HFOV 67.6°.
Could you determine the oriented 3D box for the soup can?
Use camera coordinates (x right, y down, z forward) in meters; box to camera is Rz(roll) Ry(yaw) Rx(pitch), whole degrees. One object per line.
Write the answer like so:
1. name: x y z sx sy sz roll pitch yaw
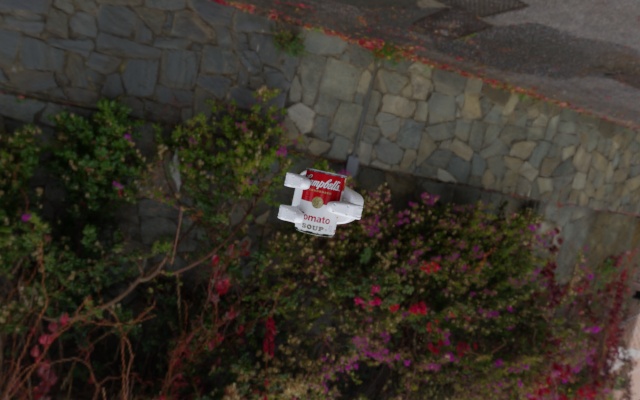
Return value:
1. soup can: 0.000 0.003 0.781 0.068 0.102 0.068 12 4 -1
